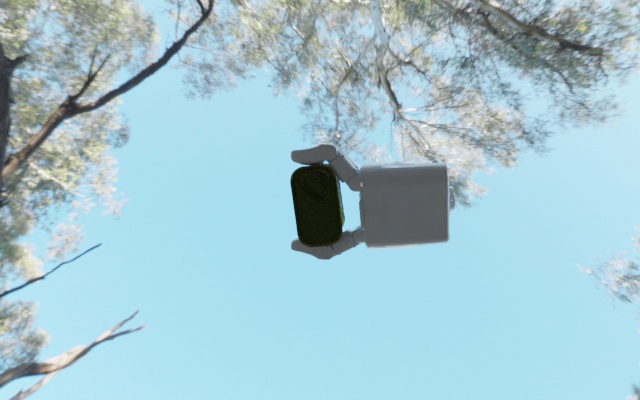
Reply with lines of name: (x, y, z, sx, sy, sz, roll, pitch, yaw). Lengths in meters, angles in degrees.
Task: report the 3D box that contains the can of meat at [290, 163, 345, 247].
can of meat: (0.000, 0.002, 0.627, 0.057, 0.102, 0.084, -7, 6, 8)
